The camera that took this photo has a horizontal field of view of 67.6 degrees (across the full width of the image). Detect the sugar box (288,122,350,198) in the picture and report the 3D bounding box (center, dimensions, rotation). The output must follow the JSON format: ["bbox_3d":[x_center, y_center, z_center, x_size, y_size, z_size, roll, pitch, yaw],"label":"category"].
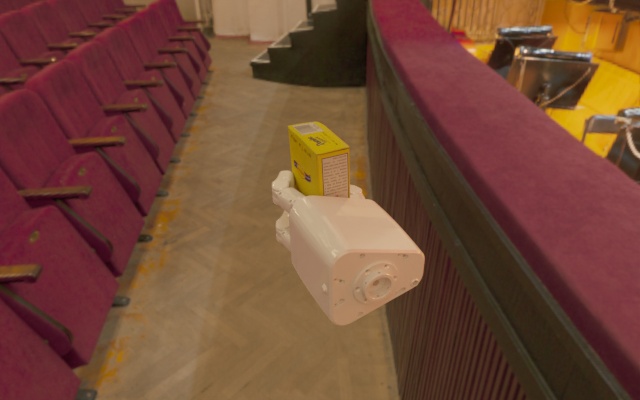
[{"bbox_3d":[0.000,0.002,0.580,0.048,0.176,0.093,-12,32,-19],"label":"sugar box"}]
